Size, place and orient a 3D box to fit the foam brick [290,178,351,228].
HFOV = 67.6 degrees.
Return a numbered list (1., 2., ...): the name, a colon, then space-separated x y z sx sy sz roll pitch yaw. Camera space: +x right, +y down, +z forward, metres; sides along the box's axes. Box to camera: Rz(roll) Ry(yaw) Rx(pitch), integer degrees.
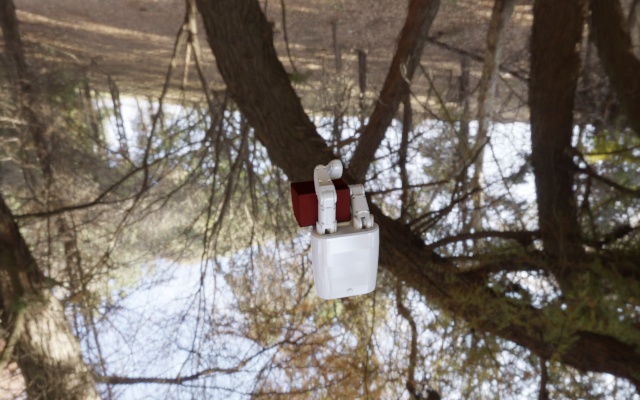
1. foam brick: 0.000 0.002 0.691 0.078 0.051 0.053 -7 23 -12
